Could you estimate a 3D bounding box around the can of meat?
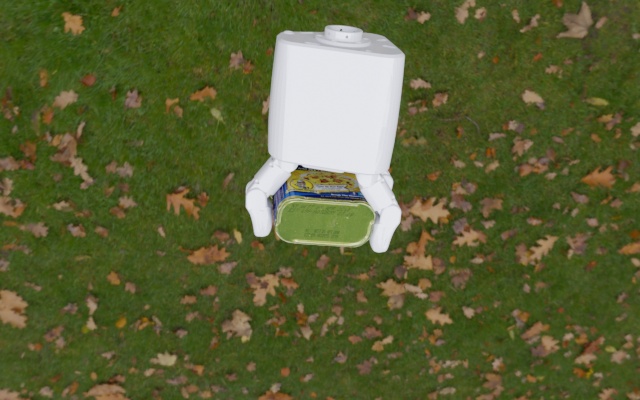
[{"bbox_3d":[0.000,0.002,0.490,0.102,0.057,0.084,4,29,-10],"label":"can of meat"}]
